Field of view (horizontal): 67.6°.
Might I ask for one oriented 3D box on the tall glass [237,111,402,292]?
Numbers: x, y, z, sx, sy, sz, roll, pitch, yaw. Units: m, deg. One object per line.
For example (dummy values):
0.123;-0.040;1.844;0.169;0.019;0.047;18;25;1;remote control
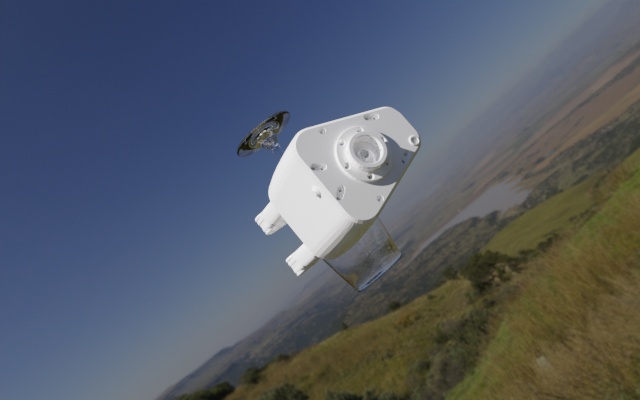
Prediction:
0.000;0.001;0.517;0.079;0.201;0.079;-39;-7;-6;tall glass
